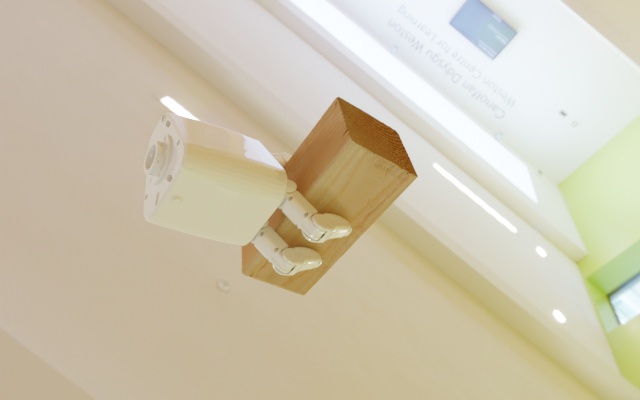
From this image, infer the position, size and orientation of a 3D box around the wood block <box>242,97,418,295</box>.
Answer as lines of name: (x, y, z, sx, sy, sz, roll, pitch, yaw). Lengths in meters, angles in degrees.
wood block: (0.000, 0.002, 0.540, 0.090, 0.206, 0.090, 25, 32, -27)
